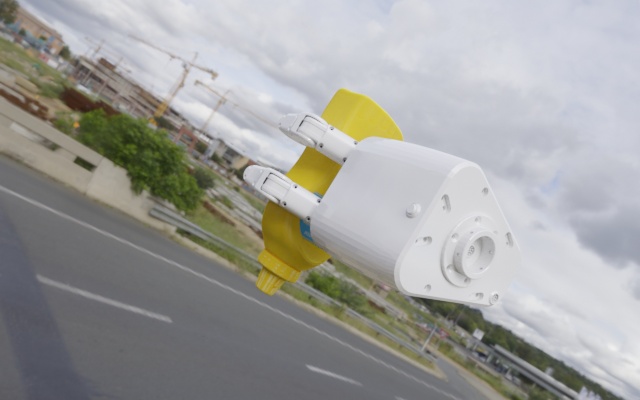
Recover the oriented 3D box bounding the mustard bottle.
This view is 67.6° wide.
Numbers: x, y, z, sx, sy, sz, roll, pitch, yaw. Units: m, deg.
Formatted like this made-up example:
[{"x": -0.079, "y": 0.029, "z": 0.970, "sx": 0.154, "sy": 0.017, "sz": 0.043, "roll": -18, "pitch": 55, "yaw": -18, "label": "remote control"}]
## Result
[{"x": 0.000, "y": 0.001, "z": 0.437, "sx": 0.058, "sy": 0.191, "sz": 0.096, "roll": 29, "pitch": -5, "yaw": 35, "label": "mustard bottle"}]
